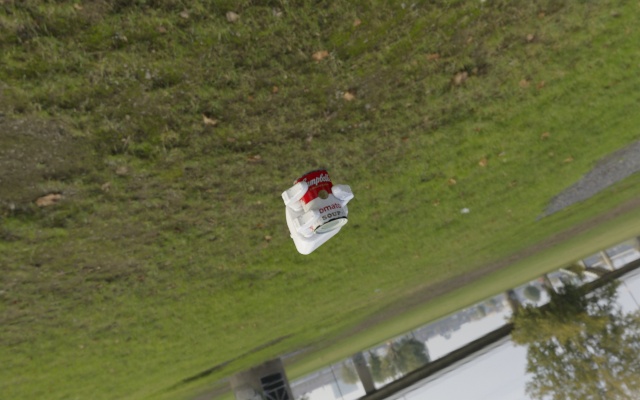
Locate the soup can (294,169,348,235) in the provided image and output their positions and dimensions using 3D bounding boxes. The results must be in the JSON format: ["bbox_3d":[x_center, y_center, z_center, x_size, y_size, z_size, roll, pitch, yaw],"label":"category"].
[{"bbox_3d":[0.000,0.003,0.868,0.068,0.102,0.068,-20,-18,-7],"label":"soup can"}]
